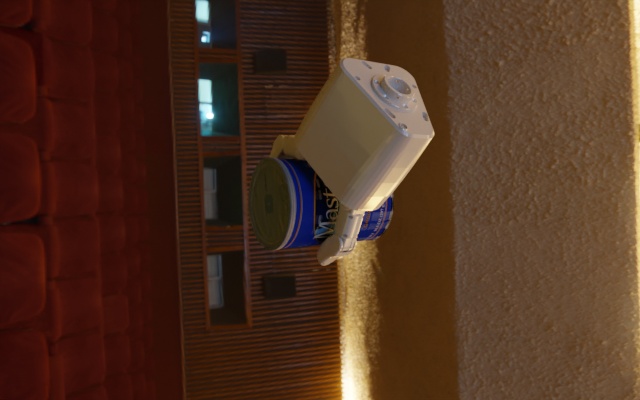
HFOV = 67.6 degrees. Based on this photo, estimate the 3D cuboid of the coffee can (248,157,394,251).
[{"bbox_3d":[0.000,0.002,0.563,0.140,0.103,0.103,-2,1,-33],"label":"coffee can"}]
